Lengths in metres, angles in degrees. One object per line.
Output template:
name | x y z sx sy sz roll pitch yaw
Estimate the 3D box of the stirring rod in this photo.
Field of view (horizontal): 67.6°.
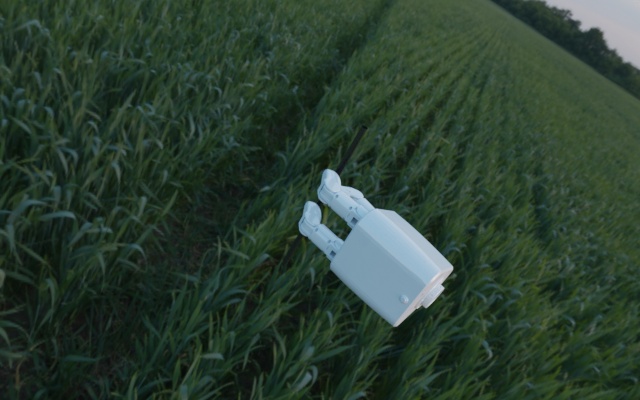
stirring rod | 0.000 0.002 0.637 0.011 0.240 0.011 23 30 -14
